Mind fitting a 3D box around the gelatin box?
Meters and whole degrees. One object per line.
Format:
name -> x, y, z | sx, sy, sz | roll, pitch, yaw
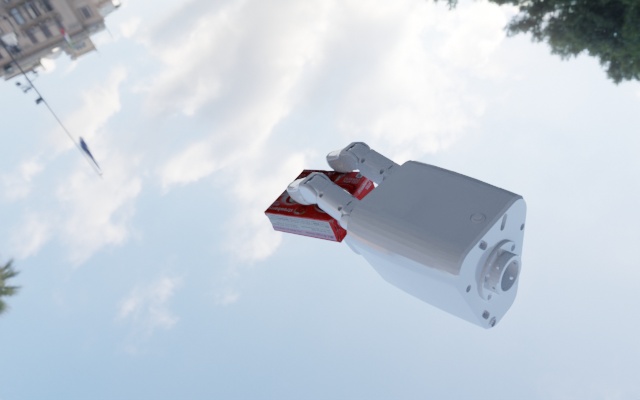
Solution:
gelatin box -> 0.000, 0.002, 0.474 | 0.089, 0.030, 0.073 | 6, 43, 40
